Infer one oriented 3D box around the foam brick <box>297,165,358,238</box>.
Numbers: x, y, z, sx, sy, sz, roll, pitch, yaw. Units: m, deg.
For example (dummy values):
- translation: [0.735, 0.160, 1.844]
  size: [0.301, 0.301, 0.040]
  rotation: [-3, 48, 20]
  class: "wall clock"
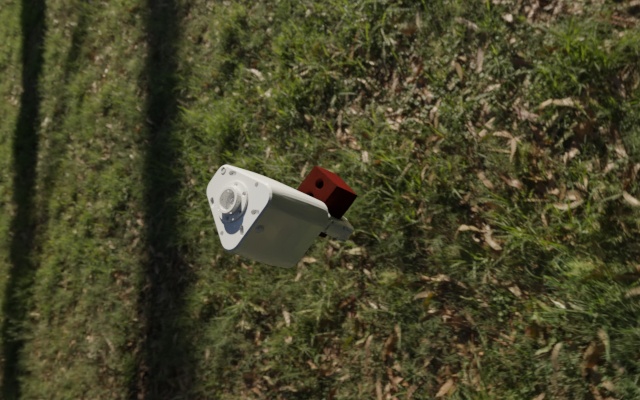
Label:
- translation: [0.000, 0.002, 0.643]
  size: [0.051, 0.078, 0.053]
  rotation: [23, 17, -50]
  class: "foam brick"
